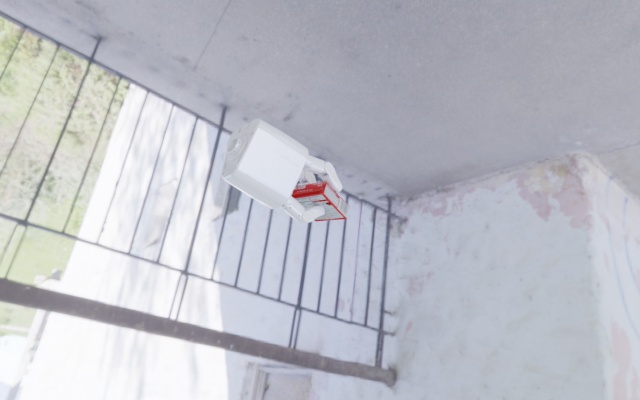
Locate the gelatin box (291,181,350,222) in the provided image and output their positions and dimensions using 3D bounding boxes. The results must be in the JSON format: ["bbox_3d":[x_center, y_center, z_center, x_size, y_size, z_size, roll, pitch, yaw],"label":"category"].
[{"bbox_3d":[0.000,0.003,0.871,0.073,0.030,0.089,-7,-37,35],"label":"gelatin box"}]
